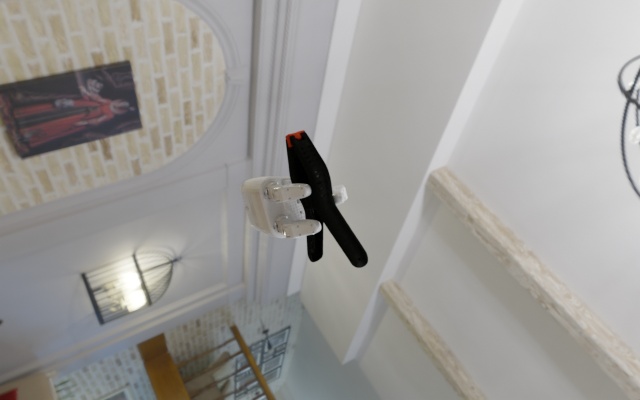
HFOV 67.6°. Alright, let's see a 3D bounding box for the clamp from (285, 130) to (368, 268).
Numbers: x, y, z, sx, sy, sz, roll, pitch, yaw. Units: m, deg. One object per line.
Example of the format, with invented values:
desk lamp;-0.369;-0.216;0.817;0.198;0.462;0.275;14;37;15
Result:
clamp;0.001;0.001;0.689;0.036;0.210;0.164;-20;12;-26
